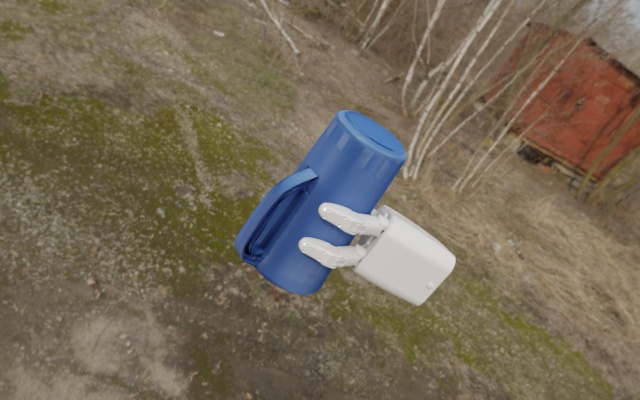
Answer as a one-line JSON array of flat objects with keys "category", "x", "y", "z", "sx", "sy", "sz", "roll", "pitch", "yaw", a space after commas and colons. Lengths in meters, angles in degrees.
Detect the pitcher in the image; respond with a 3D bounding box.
[{"category": "pitcher", "x": 0.000, "y": 0.002, "z": 0.648, "sx": 0.145, "sy": 0.243, "sz": 0.149, "roll": 31, "pitch": 24, "yaw": -7}]
